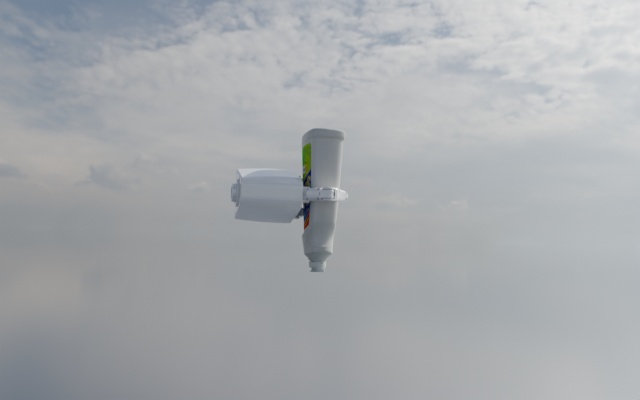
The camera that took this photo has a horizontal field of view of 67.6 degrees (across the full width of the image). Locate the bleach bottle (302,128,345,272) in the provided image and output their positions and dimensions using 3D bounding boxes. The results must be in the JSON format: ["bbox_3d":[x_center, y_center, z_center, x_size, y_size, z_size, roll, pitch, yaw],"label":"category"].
[{"bbox_3d":[0.000,0.003,0.862,0.068,0.251,0.102,3,-4,-16],"label":"bleach bottle"}]
